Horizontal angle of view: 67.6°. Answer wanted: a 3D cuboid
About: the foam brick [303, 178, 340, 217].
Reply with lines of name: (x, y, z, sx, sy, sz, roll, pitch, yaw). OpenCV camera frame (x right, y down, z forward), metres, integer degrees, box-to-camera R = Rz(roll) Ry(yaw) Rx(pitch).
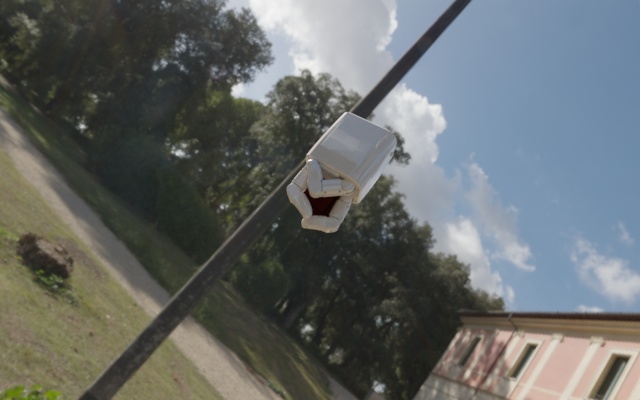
foam brick: (0.000, 0.003, 0.807, 0.053, 0.051, 0.078, 35, -16, 11)
